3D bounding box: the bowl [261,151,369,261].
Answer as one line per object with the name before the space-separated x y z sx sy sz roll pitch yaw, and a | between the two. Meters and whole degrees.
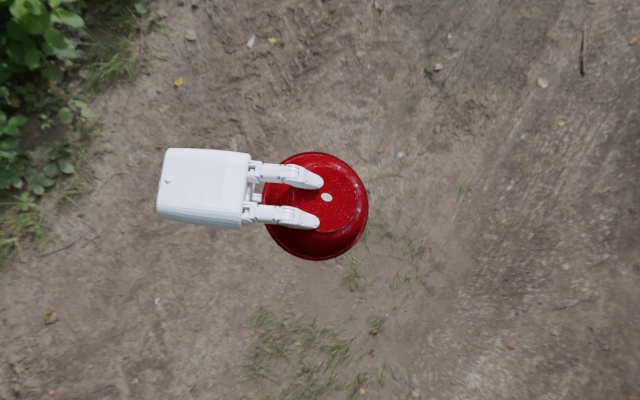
bowl | 0.001 0.002 0.667 0.162 0.162 0.055 0 -11 -15
